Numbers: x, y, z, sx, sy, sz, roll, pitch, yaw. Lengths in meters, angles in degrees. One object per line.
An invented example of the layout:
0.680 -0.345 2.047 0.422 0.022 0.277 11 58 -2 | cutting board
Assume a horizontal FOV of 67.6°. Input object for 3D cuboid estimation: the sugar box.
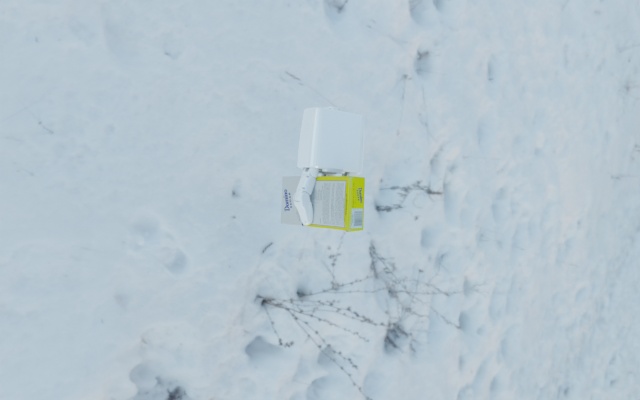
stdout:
0.001 0.003 0.856 0.048 0.093 0.176 1 2 -41 | sugar box
